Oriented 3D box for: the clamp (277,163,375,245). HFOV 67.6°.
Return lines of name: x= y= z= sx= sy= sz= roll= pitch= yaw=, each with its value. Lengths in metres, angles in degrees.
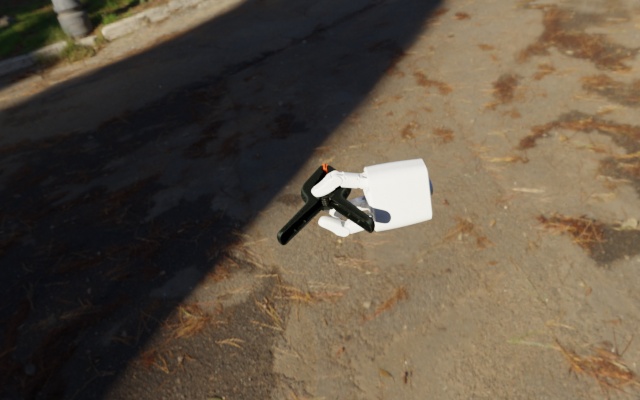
clamp: x=0.000 y=0.002 z=0.859 sx=0.164 sy=0.036 sz=0.209 roll=-12 pitch=36 yaw=1
